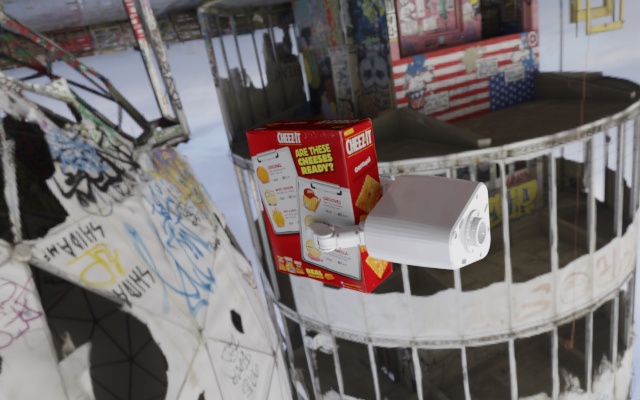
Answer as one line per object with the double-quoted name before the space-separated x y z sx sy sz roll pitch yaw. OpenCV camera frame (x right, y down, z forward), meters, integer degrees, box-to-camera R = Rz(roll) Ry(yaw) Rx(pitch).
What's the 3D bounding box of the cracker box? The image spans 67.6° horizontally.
"cracker box" 0.000 0.002 0.636 0.164 0.214 0.072 7 25 40
